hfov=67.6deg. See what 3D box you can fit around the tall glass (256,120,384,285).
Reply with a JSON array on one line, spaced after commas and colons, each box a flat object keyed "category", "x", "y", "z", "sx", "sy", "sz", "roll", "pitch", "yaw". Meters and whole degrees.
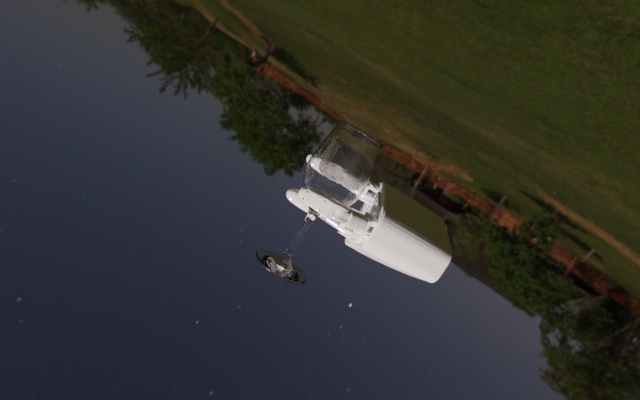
[{"category": "tall glass", "x": 0.000, "y": 0.002, "z": 0.596, "sx": 0.079, "sy": 0.201, "sz": 0.079, "roll": 30, "pitch": 10, "yaw": -6}]
